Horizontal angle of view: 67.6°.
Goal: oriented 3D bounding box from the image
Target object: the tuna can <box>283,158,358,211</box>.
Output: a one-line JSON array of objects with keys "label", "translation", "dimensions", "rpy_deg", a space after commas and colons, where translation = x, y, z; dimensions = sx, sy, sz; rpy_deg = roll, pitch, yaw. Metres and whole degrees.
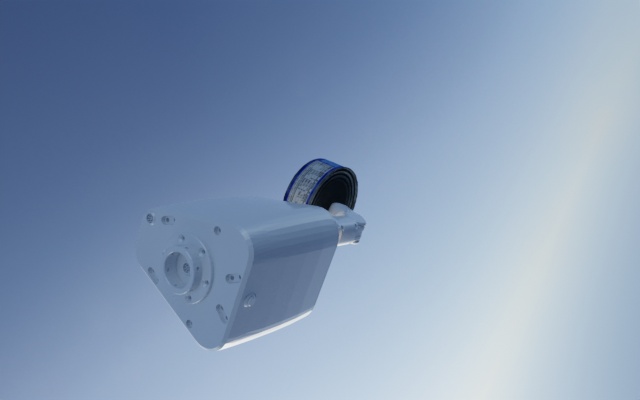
[{"label": "tuna can", "translation": [0.000, 0.001, 0.485], "dimensions": [0.033, 0.086, 0.086], "rpy_deg": [25, 13, 31]}]
